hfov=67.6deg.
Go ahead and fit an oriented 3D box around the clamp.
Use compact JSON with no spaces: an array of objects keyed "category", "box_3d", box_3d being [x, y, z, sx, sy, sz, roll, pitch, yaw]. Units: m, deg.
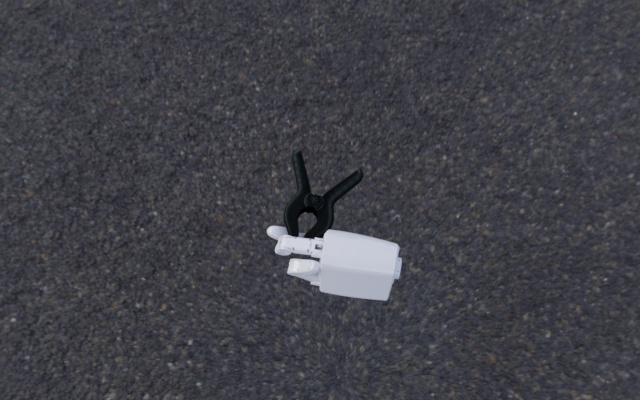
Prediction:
[{"category":"clamp","box_3d":[0.000,0.002,0.759,0.120,0.171,0.039,9,-20,6]}]
